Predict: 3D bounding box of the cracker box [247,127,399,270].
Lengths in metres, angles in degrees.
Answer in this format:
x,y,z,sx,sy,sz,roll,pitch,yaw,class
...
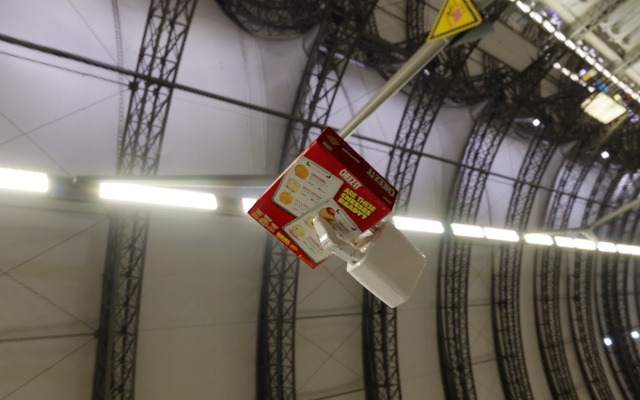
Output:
x,y,z,sx,sy,sz,roll,pitch,yaw,class
0.000,0.003,0.820,0.214,0.164,0.072,-41,11,37,cracker box
